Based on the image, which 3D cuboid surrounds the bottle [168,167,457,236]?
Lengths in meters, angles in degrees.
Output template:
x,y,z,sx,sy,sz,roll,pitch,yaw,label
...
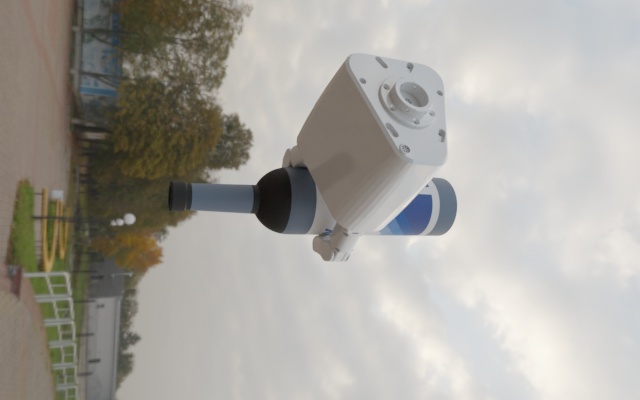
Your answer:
x,y,z,sx,sy,sz,roll,pitch,yaw,label
0.000,0.002,0.486,0.296,0.069,0.069,2,-1,-24,bottle
